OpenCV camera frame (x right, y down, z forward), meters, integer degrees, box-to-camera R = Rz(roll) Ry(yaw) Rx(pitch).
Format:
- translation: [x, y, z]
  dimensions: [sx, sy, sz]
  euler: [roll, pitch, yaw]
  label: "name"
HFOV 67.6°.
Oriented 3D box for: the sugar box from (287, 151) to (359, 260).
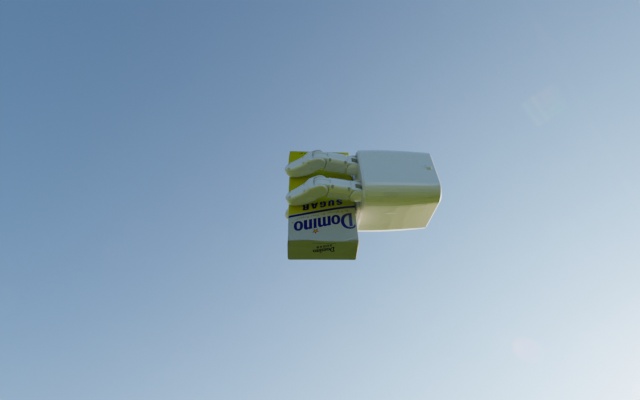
- translation: [0.000, 0.002, 0.670]
  dimensions: [0.093, 0.048, 0.176]
  euler: [0, 43, -4]
  label: "sugar box"
